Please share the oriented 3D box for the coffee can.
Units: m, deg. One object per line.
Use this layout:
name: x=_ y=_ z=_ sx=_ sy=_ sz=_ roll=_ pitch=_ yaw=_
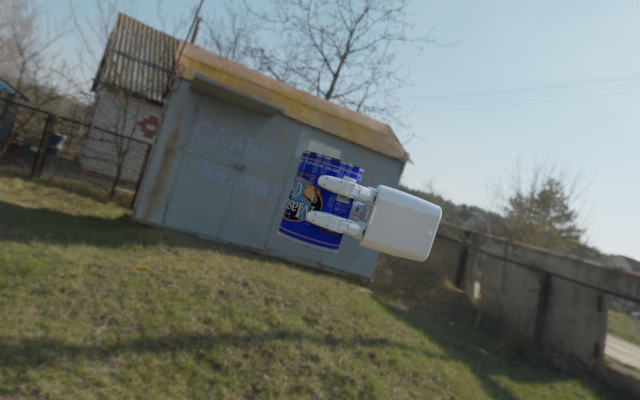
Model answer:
coffee can: x=0.000 y=0.003 z=0.763 sx=0.103 sy=0.140 sz=0.103 roll=18 pitch=1 yaw=0
